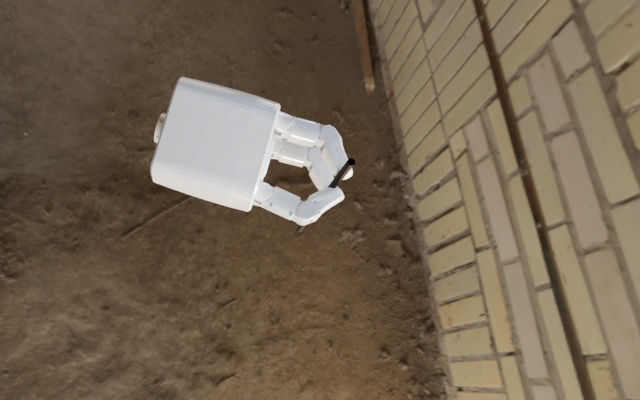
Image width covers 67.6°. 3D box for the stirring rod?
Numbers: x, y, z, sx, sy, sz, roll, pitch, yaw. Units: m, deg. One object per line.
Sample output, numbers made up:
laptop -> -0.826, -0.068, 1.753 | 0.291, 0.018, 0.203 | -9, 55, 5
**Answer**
stirring rod -> 0.000, 0.002, 0.567 | 0.011, 0.011, 0.240 | 0, -19, -15
